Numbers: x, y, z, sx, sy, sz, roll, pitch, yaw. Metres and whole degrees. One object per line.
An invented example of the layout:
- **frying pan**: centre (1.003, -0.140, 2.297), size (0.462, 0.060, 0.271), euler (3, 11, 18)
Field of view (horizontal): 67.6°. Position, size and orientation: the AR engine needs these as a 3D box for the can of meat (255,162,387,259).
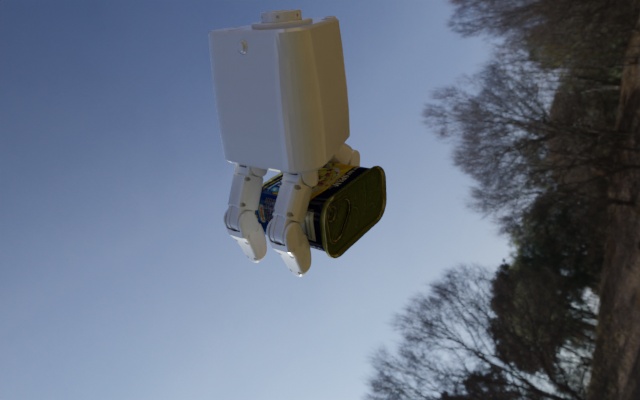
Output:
- **can of meat**: centre (0.000, 0.001, 0.442), size (0.084, 0.057, 0.102), euler (12, 32, 34)
